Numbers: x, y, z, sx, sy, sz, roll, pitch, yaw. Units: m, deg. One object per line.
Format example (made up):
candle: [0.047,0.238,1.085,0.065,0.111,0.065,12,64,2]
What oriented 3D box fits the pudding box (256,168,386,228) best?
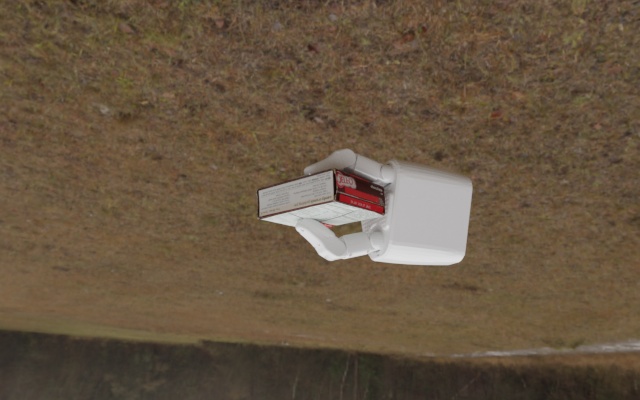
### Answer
pudding box: [0.000,0.002,0.518,0.113,0.039,0.090,-15,-21,37]
